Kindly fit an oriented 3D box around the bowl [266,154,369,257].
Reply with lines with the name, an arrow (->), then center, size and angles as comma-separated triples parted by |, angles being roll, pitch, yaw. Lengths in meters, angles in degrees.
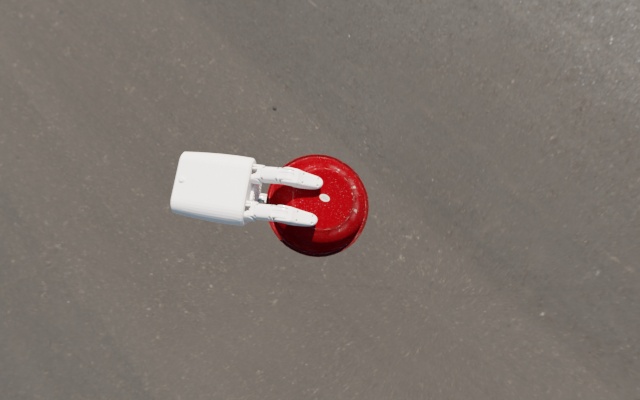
bowl -> 0.001, 0.002, 0.715 | 0.162, 0.162, 0.055 | 0, -10, -9
